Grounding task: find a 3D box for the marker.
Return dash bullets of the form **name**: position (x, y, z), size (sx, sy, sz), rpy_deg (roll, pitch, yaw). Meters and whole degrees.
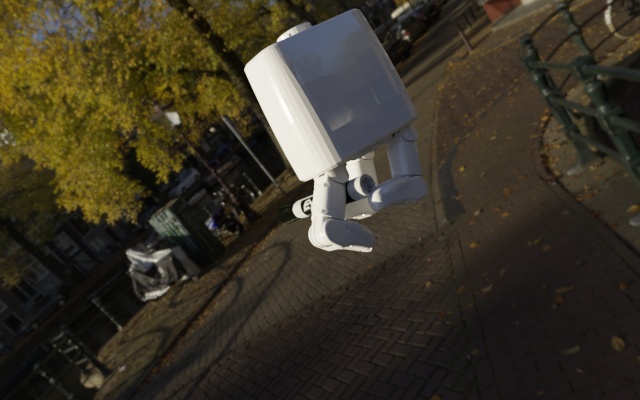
- **marker**: position (0.000, 0.001, 0.425), size (0.020, 0.020, 0.121), rpy_deg (0, -13, -40)
